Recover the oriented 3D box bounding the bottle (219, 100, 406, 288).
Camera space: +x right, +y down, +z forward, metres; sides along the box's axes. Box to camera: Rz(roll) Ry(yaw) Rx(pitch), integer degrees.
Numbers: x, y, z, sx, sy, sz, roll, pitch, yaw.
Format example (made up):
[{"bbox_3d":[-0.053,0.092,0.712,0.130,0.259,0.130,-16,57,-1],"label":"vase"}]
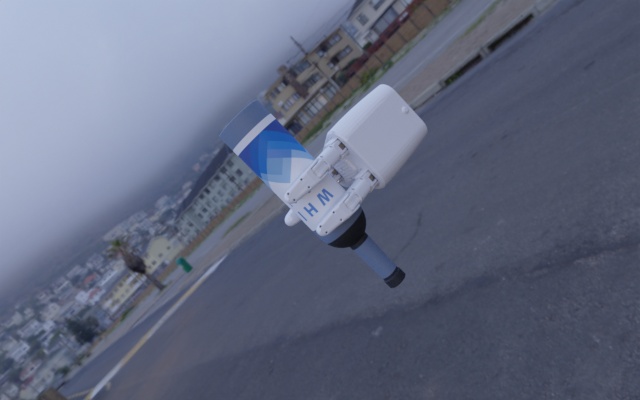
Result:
[{"bbox_3d":[0.000,0.002,0.611,0.069,0.296,0.069,-44,7,7],"label":"bottle"}]
